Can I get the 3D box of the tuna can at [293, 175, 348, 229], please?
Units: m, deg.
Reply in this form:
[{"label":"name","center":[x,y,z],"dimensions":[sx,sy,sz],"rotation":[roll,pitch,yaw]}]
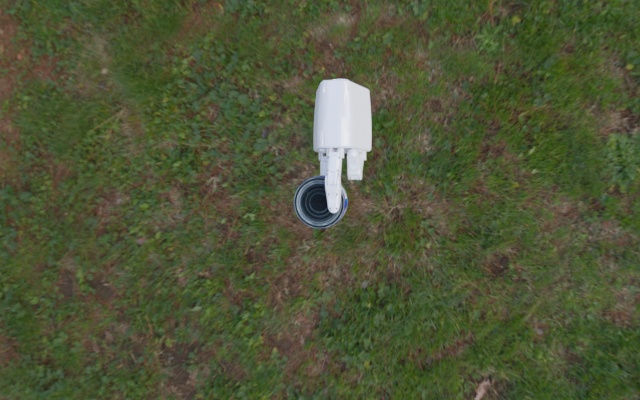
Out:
[{"label":"tuna can","center":[0.000,0.003,0.775],"dimensions":[0.086,0.086,0.034],"rotation":[0,5,9]}]
